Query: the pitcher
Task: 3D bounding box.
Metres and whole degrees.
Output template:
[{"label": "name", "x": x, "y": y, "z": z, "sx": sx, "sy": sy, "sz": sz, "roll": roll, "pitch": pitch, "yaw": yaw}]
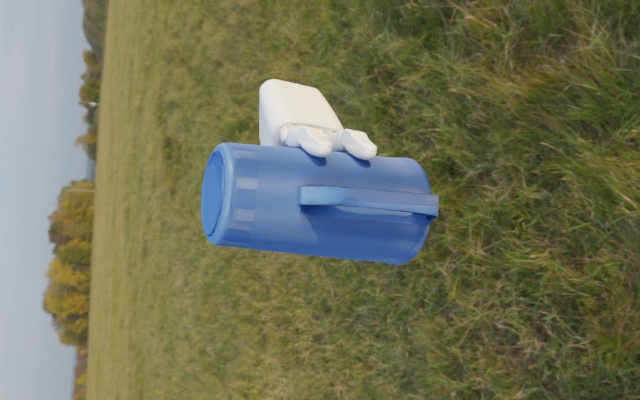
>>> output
[{"label": "pitcher", "x": 0.000, "y": 0.002, "z": 0.536, "sx": 0.243, "sy": 0.149, "sz": 0.145, "roll": 5, "pitch": 41, "yaw": -26}]
